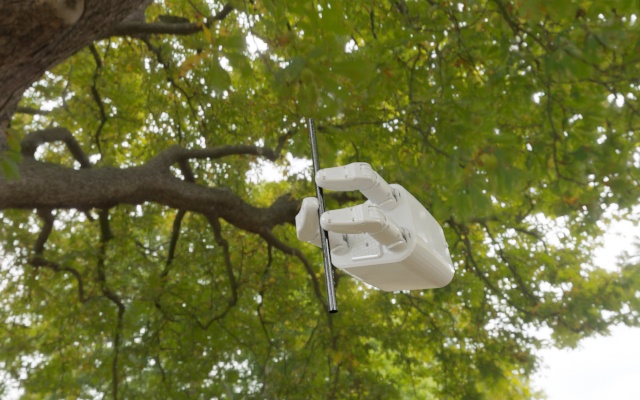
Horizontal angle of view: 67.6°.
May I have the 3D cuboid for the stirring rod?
[{"bbox_3d":[0.000,0.002,0.489,0.011,0.239,0.011,-4,-37,-3],"label":"stirring rod"}]
